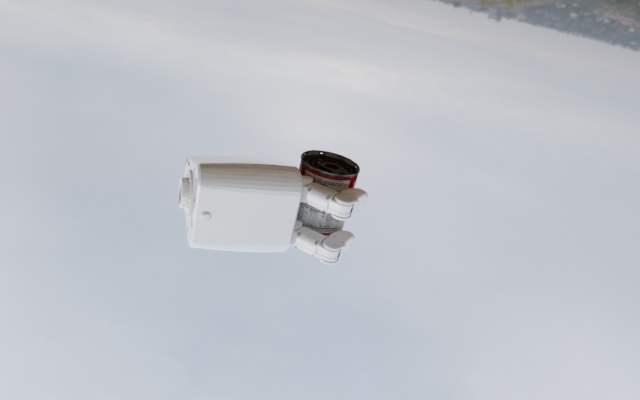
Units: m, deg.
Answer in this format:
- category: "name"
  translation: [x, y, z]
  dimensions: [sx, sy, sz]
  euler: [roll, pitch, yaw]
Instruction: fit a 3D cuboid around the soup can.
- category: "soup can"
  translation: [0.000, 0.002, 0.552]
  dimensions: [0.068, 0.102, 0.068]
  euler: [12, 25, -5]
